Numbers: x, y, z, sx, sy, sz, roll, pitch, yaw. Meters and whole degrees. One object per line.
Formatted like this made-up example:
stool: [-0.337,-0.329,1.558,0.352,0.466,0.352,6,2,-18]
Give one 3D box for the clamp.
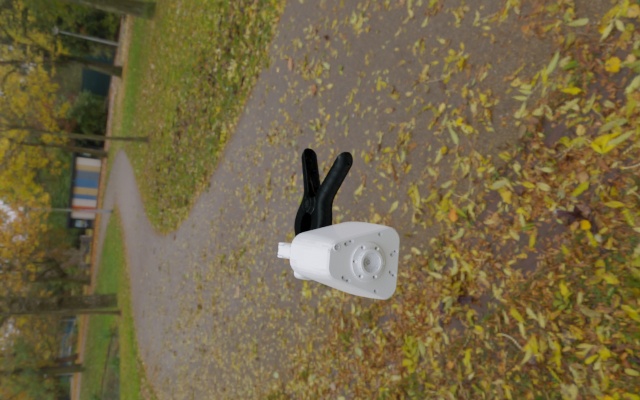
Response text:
clamp: [-0.001,0.002,0.700,0.039,0.171,0.120,6,-4,-26]
